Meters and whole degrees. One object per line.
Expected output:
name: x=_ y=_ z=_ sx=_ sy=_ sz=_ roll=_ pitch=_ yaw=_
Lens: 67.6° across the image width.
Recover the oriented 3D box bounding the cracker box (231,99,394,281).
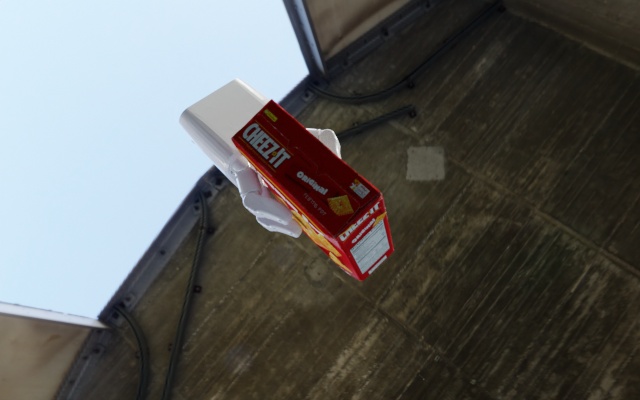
cracker box: x=0.000 y=0.002 z=0.566 sx=0.164 sy=0.072 sz=0.214 roll=43 pitch=-7 yaw=22
